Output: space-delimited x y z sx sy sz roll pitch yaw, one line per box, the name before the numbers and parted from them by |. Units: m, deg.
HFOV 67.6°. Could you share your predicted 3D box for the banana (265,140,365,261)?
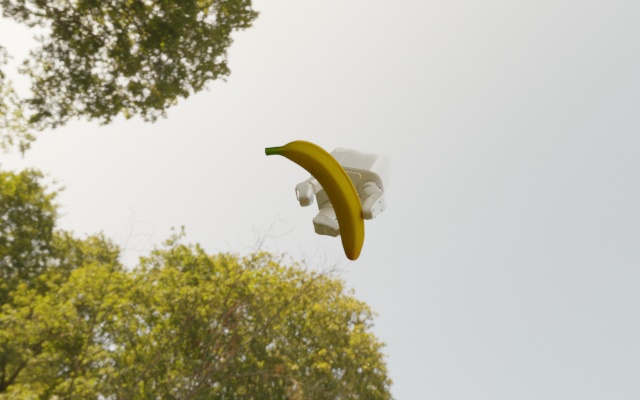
banana | 0.013 -0.010 0.636 0.070 0.198 0.037 -32 12 23
